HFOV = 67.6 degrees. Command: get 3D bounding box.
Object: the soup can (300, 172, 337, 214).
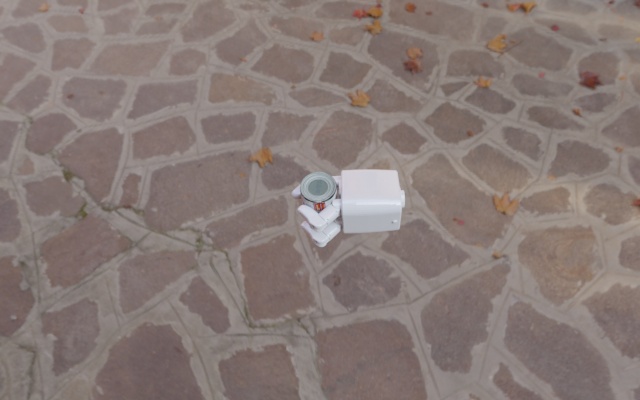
[{"bbox_3d":[0.000,0.003,0.885,0.068,0.068,0.102,0,-33,5],"label":"soup can"}]
